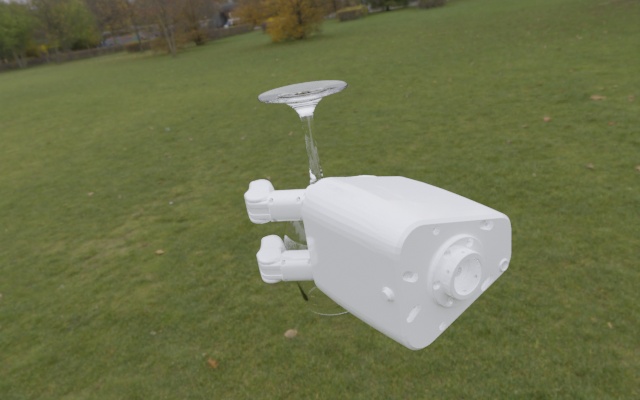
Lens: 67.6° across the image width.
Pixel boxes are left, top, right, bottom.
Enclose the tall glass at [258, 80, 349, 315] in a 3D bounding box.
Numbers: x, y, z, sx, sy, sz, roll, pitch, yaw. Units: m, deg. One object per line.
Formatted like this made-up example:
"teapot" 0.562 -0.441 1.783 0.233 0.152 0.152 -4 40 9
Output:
"tall glass" 0.000 0.001 0.425 0.079 0.201 0.079 -8 22 3
